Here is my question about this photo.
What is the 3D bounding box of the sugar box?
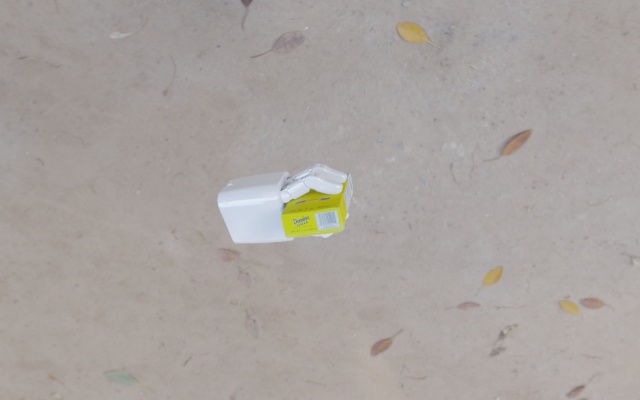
[{"bbox_3d":[0.000,0.002,0.790,0.093,0.048,0.176,-7,22,11],"label":"sugar box"}]
